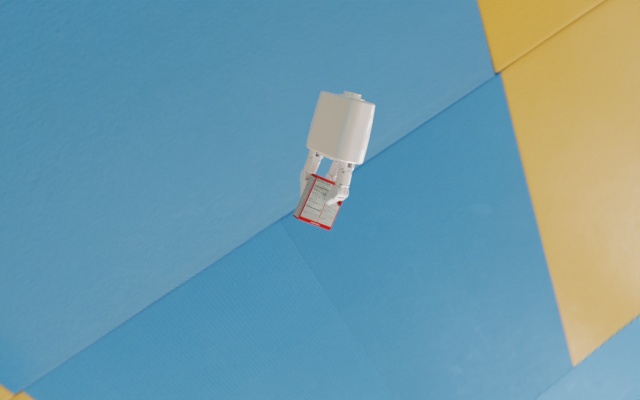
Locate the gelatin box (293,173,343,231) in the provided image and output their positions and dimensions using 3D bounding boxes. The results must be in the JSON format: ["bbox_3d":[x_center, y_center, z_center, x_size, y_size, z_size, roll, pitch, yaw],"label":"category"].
[{"bbox_3d":[0.000,0.003,0.891,0.073,0.089,0.030,21,4,-29],"label":"gelatin box"}]
